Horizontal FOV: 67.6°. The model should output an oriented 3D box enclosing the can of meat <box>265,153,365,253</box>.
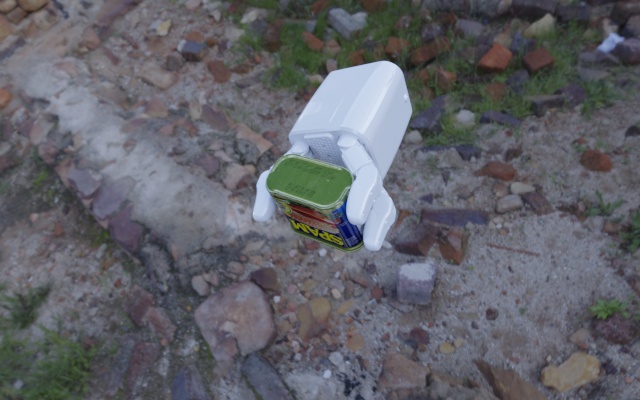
[{"bbox_3d":[0.000,0.002,0.506,0.102,0.057,0.084,18,-25,31],"label":"can of meat"}]
